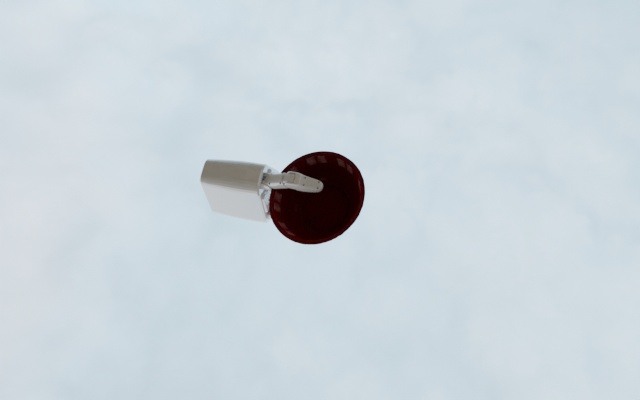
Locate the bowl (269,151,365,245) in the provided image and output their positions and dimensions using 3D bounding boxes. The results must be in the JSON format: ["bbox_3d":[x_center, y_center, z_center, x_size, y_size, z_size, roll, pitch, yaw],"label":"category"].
[{"bbox_3d":[0.001,0.003,0.779,0.162,0.162,0.055,0,-23,20],"label":"bowl"}]
